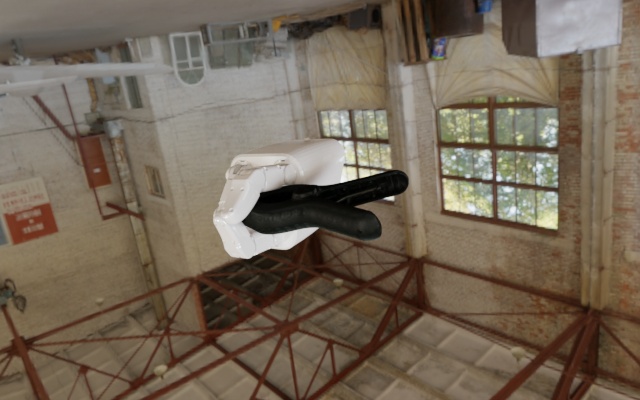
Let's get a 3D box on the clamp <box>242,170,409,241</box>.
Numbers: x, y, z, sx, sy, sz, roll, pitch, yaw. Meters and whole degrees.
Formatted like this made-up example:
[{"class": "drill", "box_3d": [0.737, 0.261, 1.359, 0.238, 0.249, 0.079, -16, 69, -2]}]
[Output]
[{"class": "clamp", "box_3d": [0.000, 0.002, 0.458, 0.171, 0.039, 0.120, 2, 18, 31]}]
